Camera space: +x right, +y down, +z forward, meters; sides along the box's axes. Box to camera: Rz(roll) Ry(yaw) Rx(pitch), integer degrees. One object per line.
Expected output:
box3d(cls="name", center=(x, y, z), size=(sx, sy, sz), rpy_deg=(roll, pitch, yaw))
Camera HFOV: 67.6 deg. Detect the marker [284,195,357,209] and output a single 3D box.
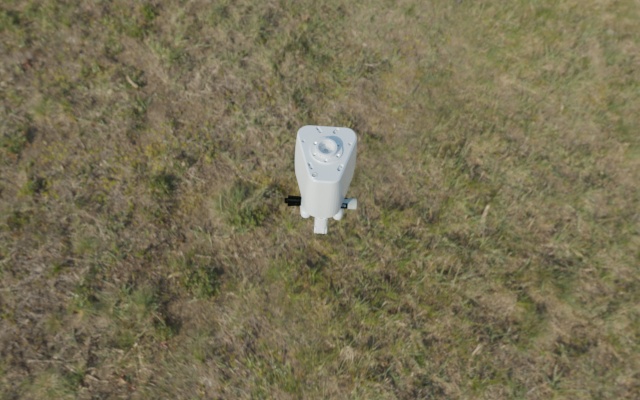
box3d(cls="marker", center=(0.000, 0.003, 0.800), size=(0.121, 0.020, 0.020), rpy_deg=(3, 0, -1))
